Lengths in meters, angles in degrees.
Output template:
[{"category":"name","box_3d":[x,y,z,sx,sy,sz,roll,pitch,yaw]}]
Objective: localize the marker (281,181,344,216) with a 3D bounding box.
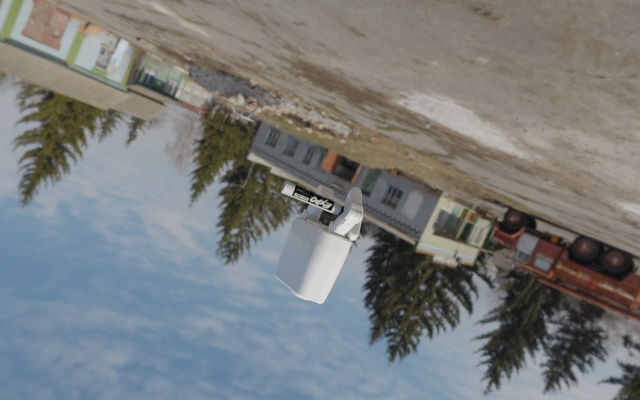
[{"category":"marker","box_3d":[0.000,0.002,0.704,0.121,0.020,0.020,23,-6,-15]}]
